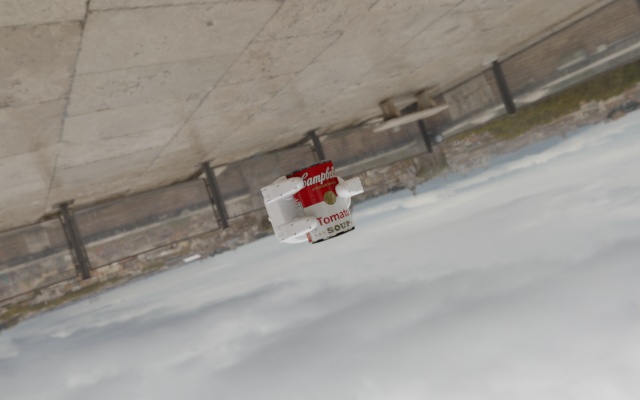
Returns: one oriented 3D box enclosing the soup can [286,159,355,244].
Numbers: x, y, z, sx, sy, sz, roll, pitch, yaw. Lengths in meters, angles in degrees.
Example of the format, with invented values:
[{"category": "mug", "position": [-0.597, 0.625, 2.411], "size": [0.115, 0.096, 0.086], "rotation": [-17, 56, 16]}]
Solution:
[{"category": "soup can", "position": [0.000, 0.002, 0.657], "size": [0.068, 0.102, 0.068], "rotation": [-19, -2, -1]}]
